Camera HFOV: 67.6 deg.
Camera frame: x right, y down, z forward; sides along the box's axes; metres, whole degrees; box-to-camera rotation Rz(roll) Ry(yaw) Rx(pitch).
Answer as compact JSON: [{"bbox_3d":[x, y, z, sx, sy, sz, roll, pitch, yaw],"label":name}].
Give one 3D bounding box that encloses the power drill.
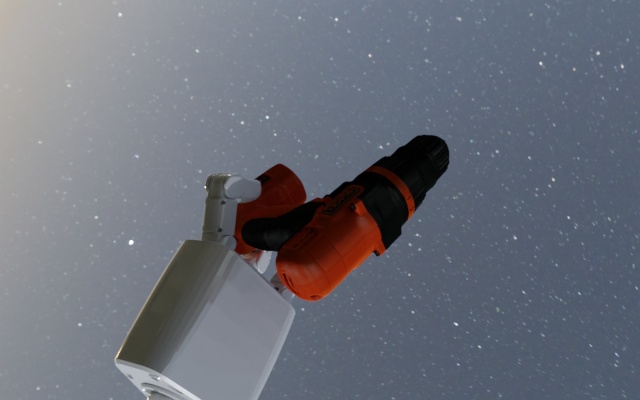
[{"bbox_3d":[0.000,0.002,0.423,0.184,0.057,0.187,-39,23,-29],"label":"power drill"}]
